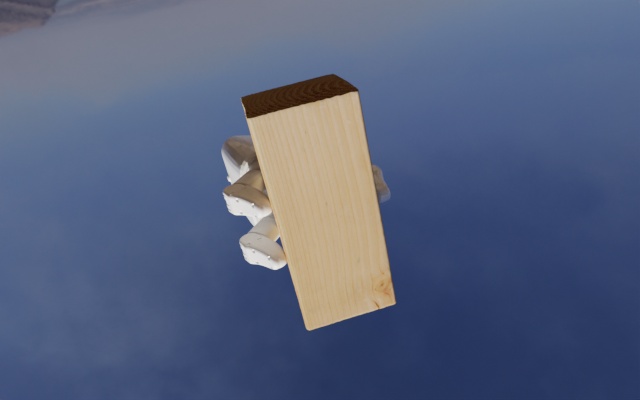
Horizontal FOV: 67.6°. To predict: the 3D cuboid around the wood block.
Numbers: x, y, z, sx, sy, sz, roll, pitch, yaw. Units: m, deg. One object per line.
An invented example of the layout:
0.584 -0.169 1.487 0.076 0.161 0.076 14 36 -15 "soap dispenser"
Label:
0.000 0.001 0.441 0.091 0.206 0.090 -16 25 -6 "wood block"
